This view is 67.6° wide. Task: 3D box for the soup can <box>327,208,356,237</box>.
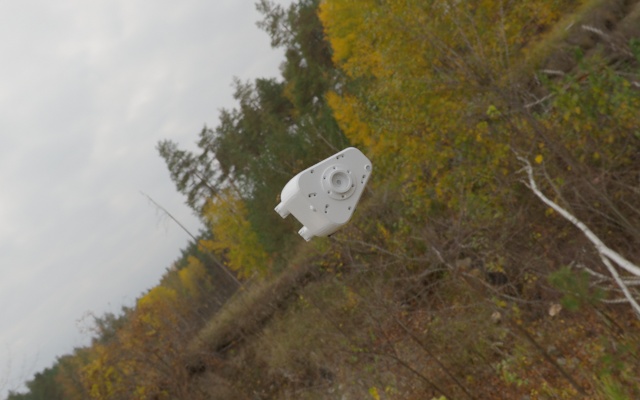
[{"bbox_3d":[0.000,0.002,0.798,0.102,0.068,0.068,44,-3,-3],"label":"soup can"}]
